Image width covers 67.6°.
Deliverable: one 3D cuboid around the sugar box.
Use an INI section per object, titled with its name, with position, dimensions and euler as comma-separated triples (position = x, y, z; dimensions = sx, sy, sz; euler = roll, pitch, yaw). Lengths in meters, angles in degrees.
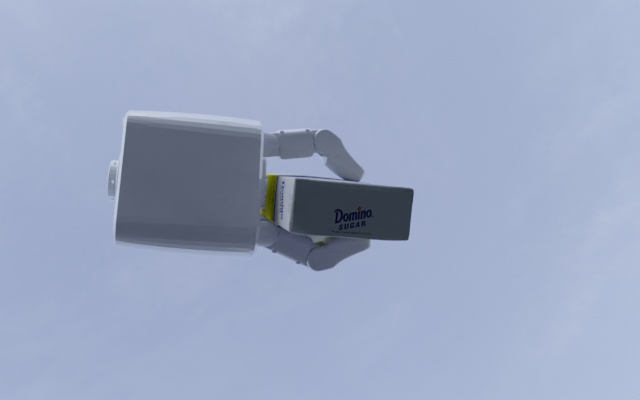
[sugar box]
position = 0.000, 0.002, 0.419
dimensions = 0.093, 0.048, 0.176
euler = 5, 5, -16
